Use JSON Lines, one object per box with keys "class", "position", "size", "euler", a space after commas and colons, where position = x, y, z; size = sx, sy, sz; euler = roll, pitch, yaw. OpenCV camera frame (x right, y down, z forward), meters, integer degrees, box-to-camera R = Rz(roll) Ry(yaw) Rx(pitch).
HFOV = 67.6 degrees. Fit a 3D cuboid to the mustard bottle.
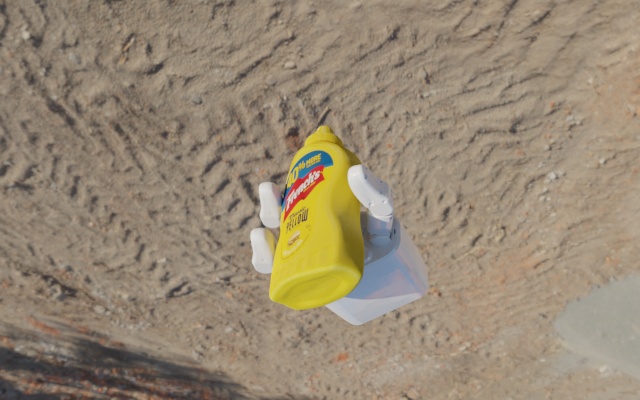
{"class": "mustard bottle", "position": [0.000, 0.002, 0.460], "size": [0.058, 0.191, 0.096], "euler": [27, -42, -27]}
